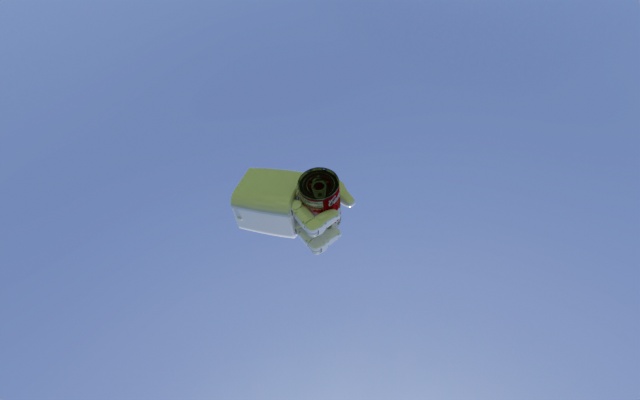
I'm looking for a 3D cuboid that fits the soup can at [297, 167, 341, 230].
[{"bbox_3d":[0.001,0.003,0.806,0.068,0.068,0.102,0,-38,5],"label":"soup can"}]
